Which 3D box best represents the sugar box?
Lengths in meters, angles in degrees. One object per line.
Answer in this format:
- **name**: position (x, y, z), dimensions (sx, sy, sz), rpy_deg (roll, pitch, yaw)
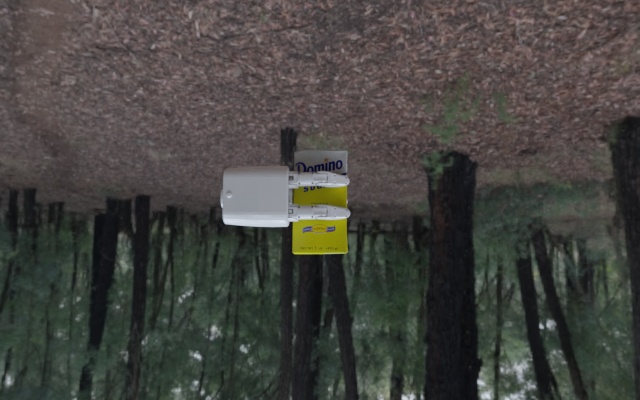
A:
- **sugar box**: position (0.000, 0.003, 0.815), dimensions (0.093, 0.176, 0.048), rpy_deg (-1, -6, 2)
